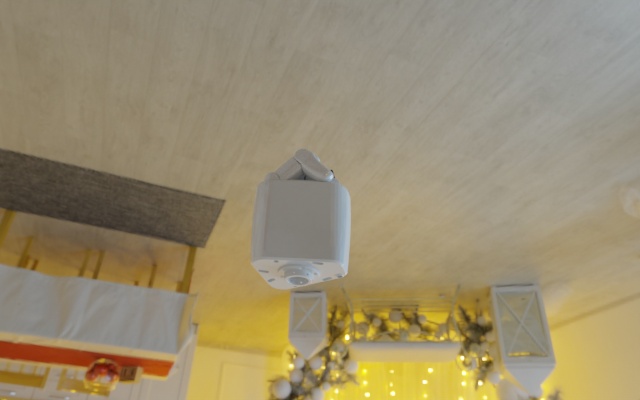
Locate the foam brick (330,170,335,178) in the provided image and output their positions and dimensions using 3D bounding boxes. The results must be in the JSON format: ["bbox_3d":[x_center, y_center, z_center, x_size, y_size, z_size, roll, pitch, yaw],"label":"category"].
[{"bbox_3d":[0.000,0.002,0.667,0.053,0.051,0.078,-7,-34,13],"label":"foam brick"}]
